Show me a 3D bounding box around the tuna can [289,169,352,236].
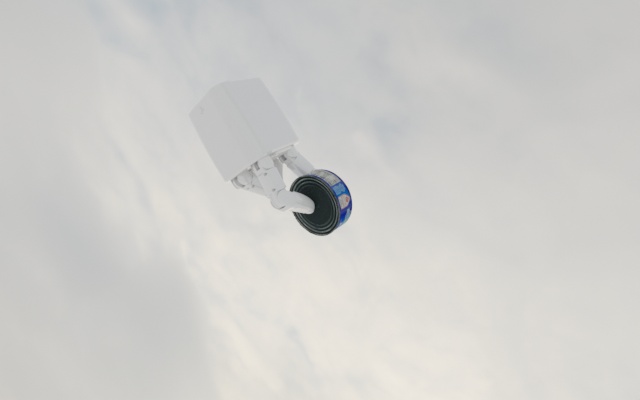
[{"bbox_3d":[0.000,0.002,0.641,0.086,0.086,0.033,0,20,41],"label":"tuna can"}]
